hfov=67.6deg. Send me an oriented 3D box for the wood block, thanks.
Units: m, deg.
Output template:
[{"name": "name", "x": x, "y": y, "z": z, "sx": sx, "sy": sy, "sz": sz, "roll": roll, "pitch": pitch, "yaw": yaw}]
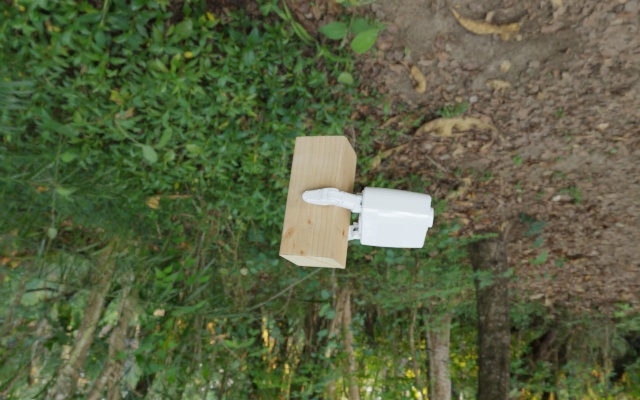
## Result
[{"name": "wood block", "x": 0.000, "y": 0.003, "z": 0.812, "sx": 0.090, "sy": 0.206, "sz": 0.091, "roll": 1, "pitch": -18, "yaw": 18}]
